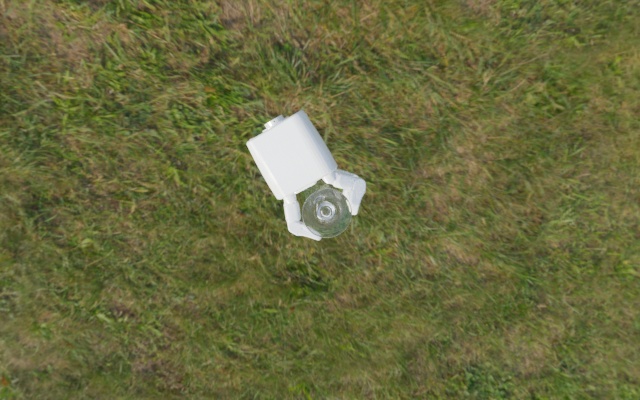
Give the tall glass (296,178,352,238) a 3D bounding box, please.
[{"bbox_3d":[0.000,0.003,0.800,0.079,0.079,0.201,0,9,-5],"label":"tall glass"}]
